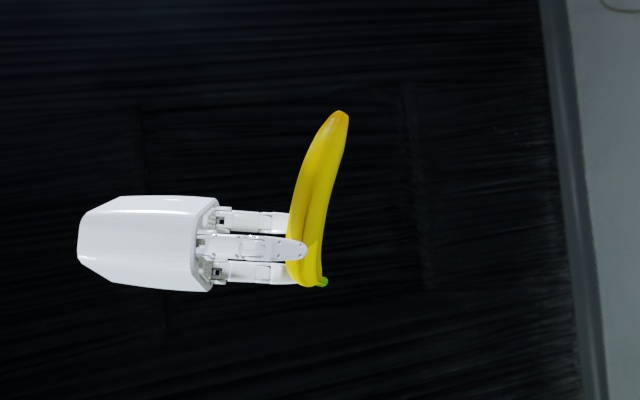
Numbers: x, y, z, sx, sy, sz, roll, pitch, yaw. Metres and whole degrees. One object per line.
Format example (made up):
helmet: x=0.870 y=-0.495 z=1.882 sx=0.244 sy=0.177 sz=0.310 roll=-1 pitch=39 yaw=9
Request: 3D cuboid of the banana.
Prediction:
banana: x=-0.007 y=0.010 z=0.479 sx=0.037 sy=0.198 sz=0.069 roll=15 pitch=22 yaw=16
